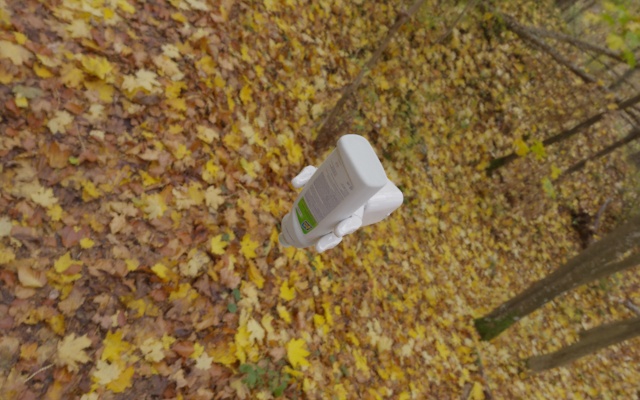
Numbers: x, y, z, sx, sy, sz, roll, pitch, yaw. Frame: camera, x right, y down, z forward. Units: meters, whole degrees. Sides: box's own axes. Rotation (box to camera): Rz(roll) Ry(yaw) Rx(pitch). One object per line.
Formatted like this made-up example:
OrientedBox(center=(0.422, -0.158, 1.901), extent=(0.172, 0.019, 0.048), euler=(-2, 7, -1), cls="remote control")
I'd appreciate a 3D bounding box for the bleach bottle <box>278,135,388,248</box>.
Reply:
OrientedBox(center=(0.000, 0.003, 0.813), extent=(0.068, 0.102, 0.251), euler=(-7, -27, -44), cls="bleach bottle")
